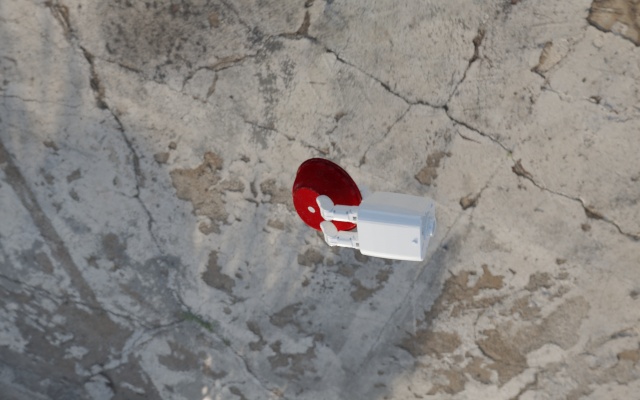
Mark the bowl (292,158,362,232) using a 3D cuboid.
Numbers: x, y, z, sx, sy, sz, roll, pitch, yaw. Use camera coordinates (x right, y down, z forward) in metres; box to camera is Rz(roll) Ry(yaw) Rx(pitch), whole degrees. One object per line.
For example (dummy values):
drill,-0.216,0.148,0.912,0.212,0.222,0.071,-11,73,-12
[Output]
bowl,-0.001,0.003,0.899,0.162,0.162,0.055,0,29,44
